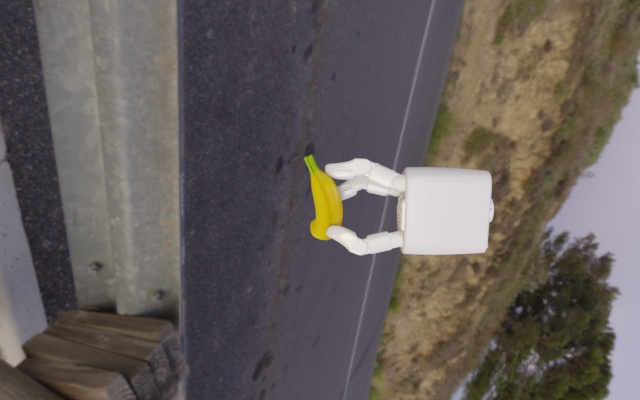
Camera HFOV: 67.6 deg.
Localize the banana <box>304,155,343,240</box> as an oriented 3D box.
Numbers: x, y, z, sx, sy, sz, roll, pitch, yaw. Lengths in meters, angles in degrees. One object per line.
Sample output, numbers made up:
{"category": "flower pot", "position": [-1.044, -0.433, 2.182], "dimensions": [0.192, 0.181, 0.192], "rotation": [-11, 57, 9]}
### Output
{"category": "banana", "position": [0.006, 0.016, 0.671], "dimensions": [0.037, 0.069, 0.198], "rotation": [-16, -30, -10]}
